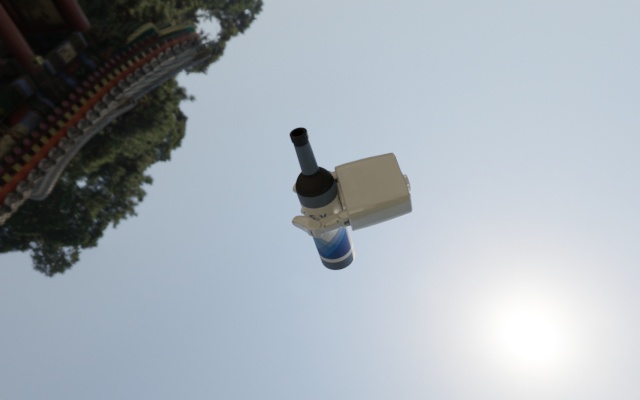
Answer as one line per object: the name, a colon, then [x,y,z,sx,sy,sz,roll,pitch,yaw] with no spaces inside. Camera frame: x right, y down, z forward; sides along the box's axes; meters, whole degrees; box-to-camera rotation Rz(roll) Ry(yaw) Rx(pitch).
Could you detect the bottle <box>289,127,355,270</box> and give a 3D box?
bottle: [0.000,0.003,0.807,0.069,0.296,0.069,-10,43,9]
